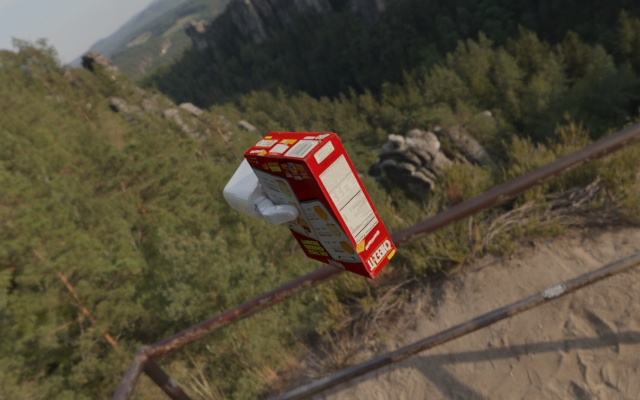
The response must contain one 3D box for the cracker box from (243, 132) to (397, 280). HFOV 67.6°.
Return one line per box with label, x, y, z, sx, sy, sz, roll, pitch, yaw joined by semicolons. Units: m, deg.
cracker box;0.000;0.002;0.705;0.072;0.214;0.164;-44;30;-24
